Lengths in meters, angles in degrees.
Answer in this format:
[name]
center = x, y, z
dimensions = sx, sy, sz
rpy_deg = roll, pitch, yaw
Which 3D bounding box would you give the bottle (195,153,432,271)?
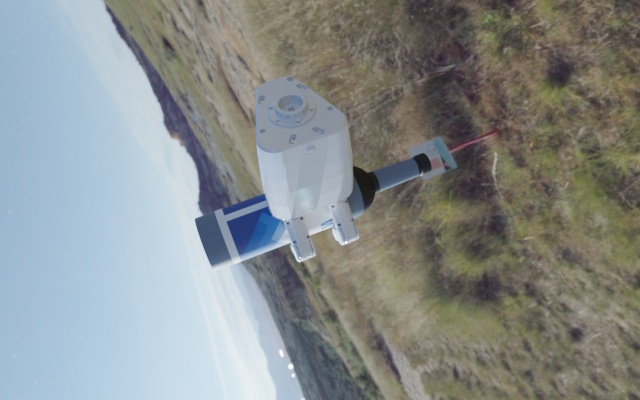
[bottle]
center = 0.000, 0.002, 0.585
dimensions = 0.295, 0.069, 0.069
rpy_deg = -20, 4, -11
